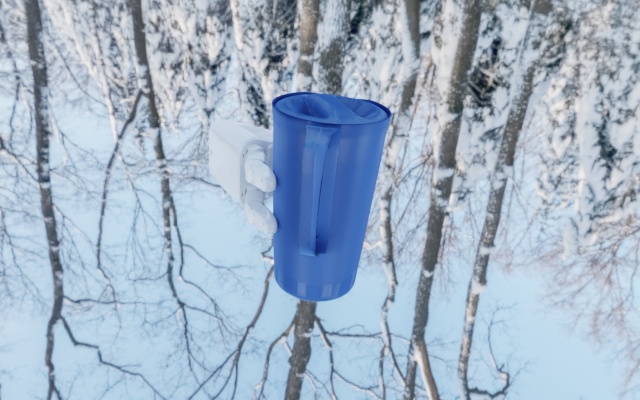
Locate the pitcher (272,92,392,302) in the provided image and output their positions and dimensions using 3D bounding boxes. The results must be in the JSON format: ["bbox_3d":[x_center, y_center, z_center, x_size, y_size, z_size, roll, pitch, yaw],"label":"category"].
[{"bbox_3d":[0.000,0.002,0.570,0.149,0.243,0.145,-14,32,-35],"label":"pitcher"}]
